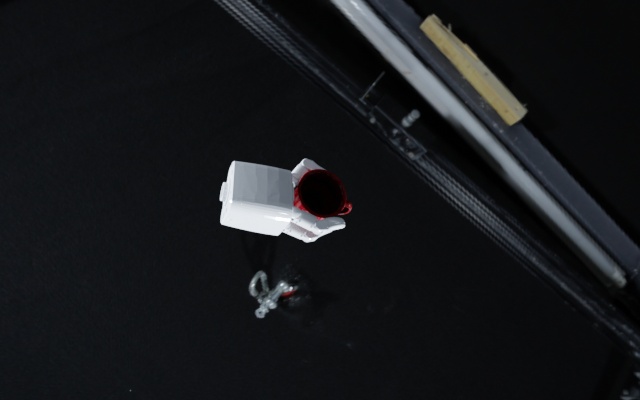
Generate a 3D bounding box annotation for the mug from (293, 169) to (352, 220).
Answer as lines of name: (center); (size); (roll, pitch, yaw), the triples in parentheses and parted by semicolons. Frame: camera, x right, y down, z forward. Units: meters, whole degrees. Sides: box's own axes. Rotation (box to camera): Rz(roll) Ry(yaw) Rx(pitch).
mug: (0.001, 0.003, 0.881); (0.117, 0.093, 0.081); (12, -24, -18)
